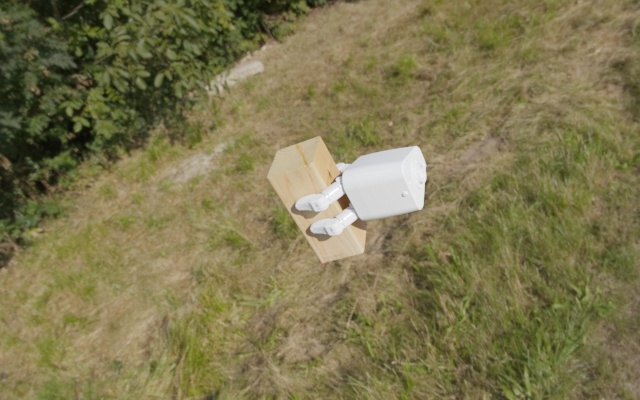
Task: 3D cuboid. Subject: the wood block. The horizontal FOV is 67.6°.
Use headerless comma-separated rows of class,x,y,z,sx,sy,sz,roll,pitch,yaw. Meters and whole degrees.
wood block,0.000,0.002,0.855,0.090,0.206,0.090,-17,32,22
